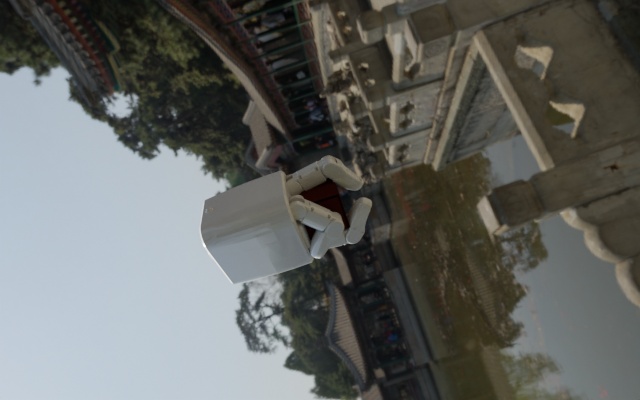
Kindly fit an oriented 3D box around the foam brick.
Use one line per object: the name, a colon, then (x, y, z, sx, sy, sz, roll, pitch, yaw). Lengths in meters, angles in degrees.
foam brick: (0.000, 0.002, 0.598, 0.051, 0.053, 0.078, -19, 30, 3)
